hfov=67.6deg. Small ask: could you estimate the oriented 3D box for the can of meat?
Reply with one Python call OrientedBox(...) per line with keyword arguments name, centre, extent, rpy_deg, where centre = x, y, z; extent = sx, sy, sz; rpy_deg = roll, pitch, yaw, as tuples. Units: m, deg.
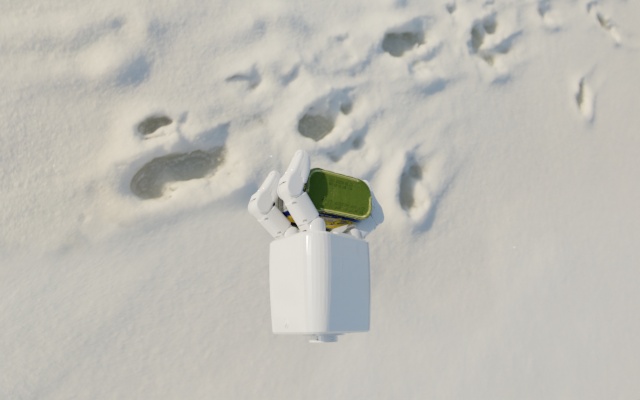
OrientedBox(name="can of meat", centre=(0.000, 0.002, 0.584), extent=(0.102, 0.057, 0.084), rpy_deg=(12, -19, -33))
